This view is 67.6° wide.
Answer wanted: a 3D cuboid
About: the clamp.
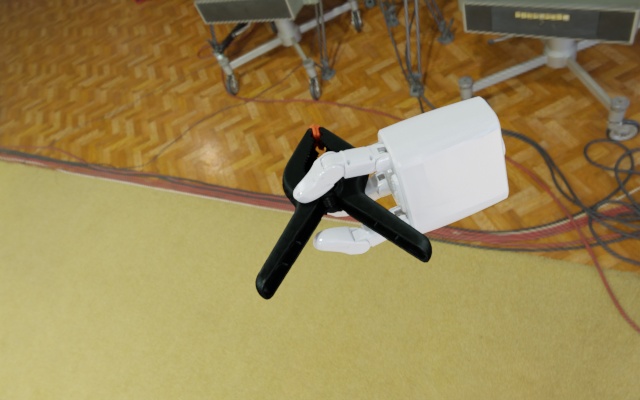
[{"bbox_3d":[0.000,0.001,0.492,0.164,0.209,0.036,-18,-41,0],"label":"clamp"}]
